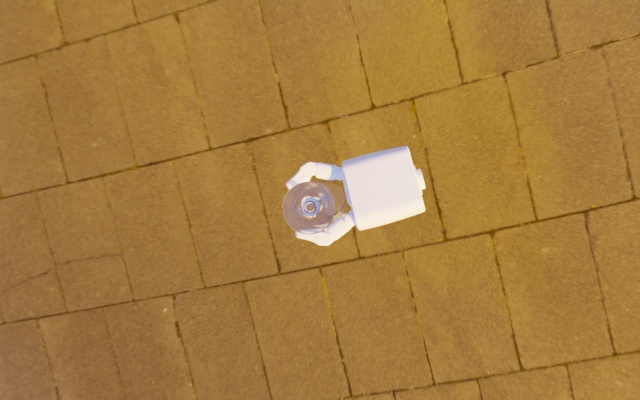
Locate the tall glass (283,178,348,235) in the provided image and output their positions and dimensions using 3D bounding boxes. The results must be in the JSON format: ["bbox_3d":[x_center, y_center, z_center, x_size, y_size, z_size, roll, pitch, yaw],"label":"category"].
[{"bbox_3d":[0.000,0.003,0.757,0.079,0.079,0.201,0,5,9],"label":"tall glass"}]
